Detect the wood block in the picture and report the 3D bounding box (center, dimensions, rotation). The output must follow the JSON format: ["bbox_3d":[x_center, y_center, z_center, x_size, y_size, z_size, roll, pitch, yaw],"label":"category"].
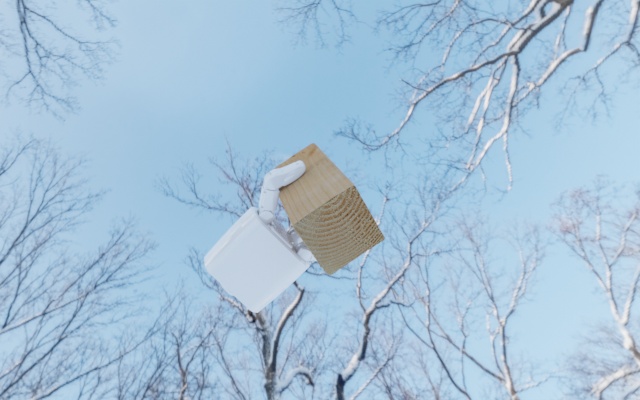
[{"bbox_3d":[0.000,0.002,0.672,0.090,0.091,0.206,-33,26,-1],"label":"wood block"}]
